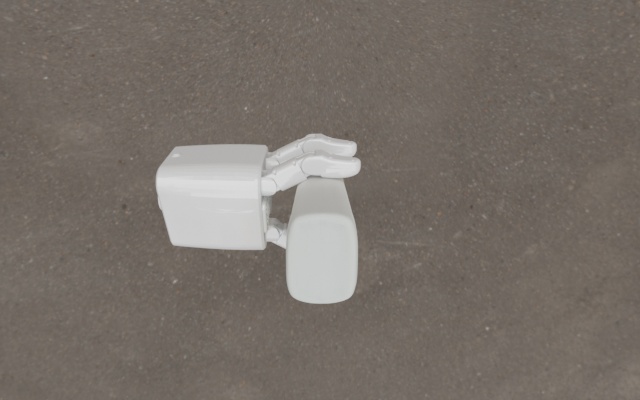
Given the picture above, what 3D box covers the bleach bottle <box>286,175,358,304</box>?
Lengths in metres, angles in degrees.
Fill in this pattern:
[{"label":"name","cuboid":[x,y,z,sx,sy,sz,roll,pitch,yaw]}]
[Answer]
[{"label":"bleach bottle","cuboid":[0.000,0.002,0.550,0.068,0.103,0.250,1,25,-1]}]
